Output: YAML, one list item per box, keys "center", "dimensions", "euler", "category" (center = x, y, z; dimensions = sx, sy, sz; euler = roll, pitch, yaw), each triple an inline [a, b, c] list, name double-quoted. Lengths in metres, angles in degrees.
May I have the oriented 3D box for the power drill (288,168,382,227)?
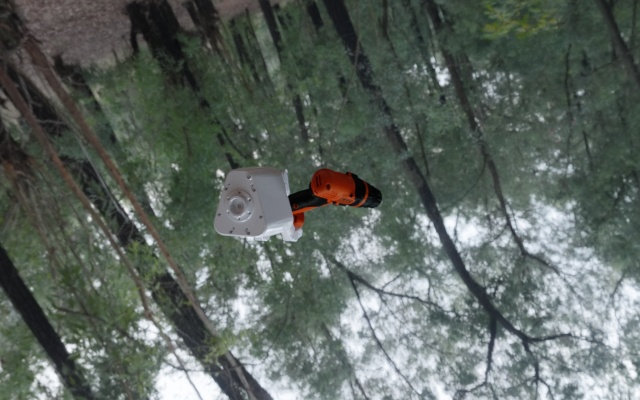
- center: [0.000, 0.003, 0.876]
  dimensions: [0.188, 0.057, 0.184]
  euler: [-23, -25, 32]
  category: "power drill"
